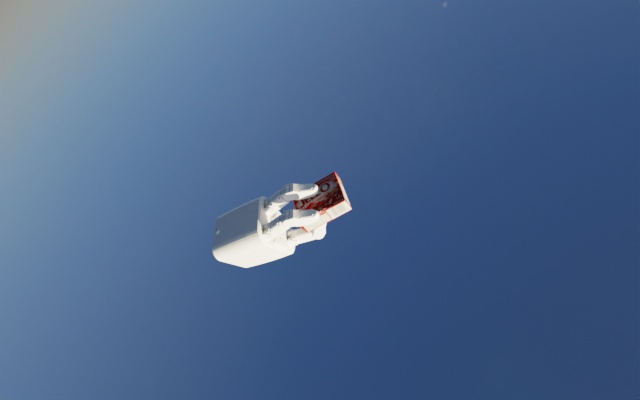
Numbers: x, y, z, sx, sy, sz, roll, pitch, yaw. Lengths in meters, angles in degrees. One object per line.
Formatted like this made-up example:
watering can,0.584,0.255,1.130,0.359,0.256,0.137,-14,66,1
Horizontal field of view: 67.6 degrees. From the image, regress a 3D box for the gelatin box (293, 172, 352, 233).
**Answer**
gelatin box,0.001,0.003,0.804,0.089,0.073,0.030,-29,-46,11
